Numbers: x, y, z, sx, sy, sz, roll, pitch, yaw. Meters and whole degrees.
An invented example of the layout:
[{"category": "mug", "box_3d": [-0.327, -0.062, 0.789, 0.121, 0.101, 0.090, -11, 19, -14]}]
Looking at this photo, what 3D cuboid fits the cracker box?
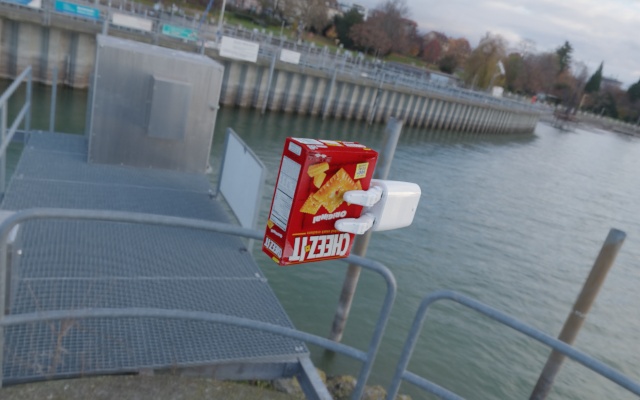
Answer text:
[{"category": "cracker box", "box_3d": [0.000, 0.003, 0.846, 0.164, 0.214, 0.072, -1, 24, -39]}]
